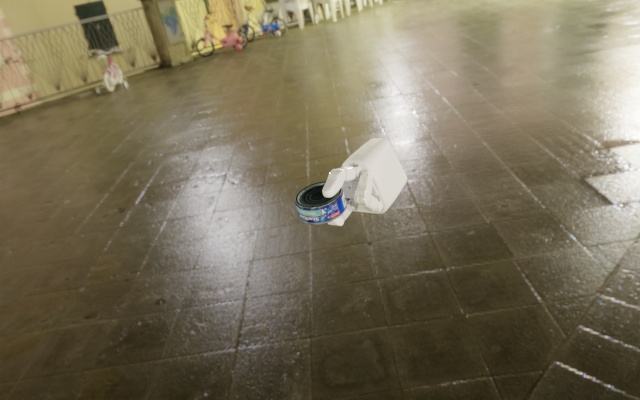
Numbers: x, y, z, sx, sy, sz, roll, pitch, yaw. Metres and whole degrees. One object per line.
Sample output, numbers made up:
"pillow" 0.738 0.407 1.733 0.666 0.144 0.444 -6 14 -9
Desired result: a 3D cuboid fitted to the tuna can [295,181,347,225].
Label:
"tuna can" 0.000 0.002 0.818 0.086 0.034 0.086 -11 32 7
